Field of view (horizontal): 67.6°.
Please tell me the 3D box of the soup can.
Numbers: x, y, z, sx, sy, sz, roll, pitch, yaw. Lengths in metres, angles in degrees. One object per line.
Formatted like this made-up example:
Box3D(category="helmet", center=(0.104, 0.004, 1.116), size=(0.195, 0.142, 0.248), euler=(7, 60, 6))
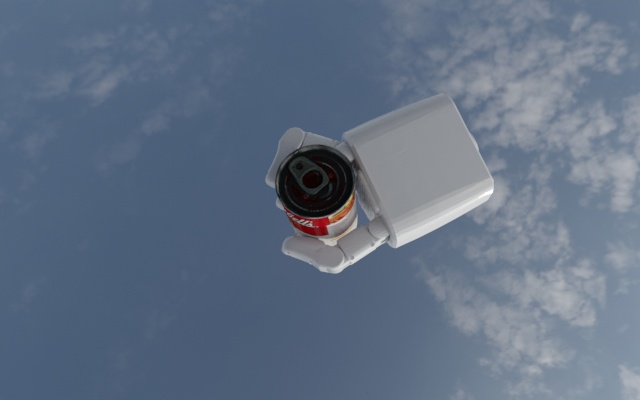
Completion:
Box3D(category="soup can", center=(0.000, 0.002, 0.445), size=(0.068, 0.068, 0.102), euler=(0, -22, 6))
